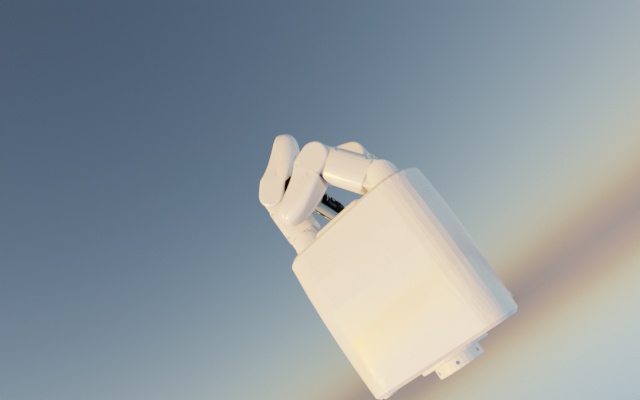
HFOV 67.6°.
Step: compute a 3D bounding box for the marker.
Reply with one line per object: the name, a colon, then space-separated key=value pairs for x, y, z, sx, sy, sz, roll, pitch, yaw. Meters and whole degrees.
marker: x=0.000 y=0.001 z=0.400 sx=0.020 sy=0.020 sz=0.121 roll=0 pitch=-13 yaw=19
